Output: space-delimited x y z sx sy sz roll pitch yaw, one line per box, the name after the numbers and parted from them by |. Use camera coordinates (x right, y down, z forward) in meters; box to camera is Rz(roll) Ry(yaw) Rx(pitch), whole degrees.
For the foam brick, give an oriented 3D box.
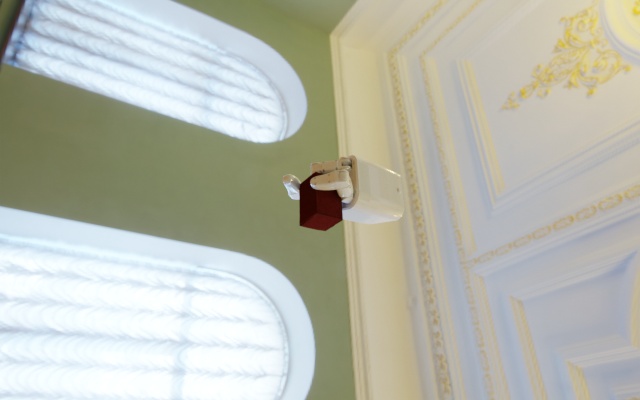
0.000 0.003 0.772 0.051 0.078 0.053 17 -33 -31 | foam brick
